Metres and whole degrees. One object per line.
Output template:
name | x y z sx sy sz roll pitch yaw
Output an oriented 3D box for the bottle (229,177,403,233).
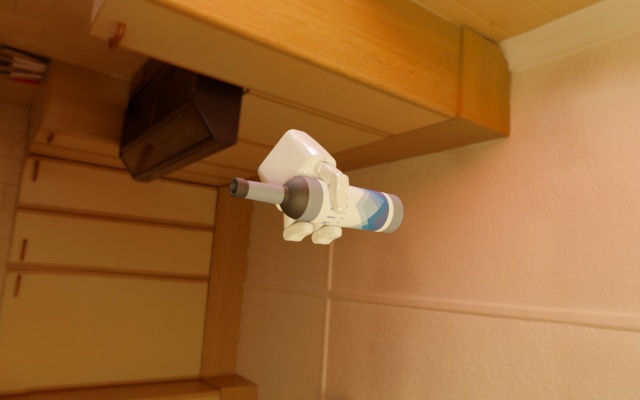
bottle | 0.000 0.002 0.737 0.296 0.069 0.069 10 -6 -35
